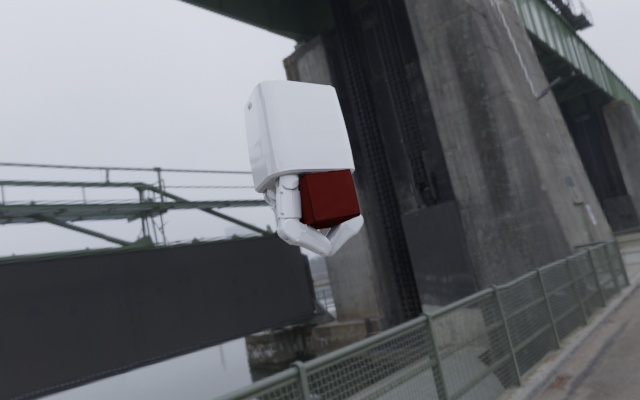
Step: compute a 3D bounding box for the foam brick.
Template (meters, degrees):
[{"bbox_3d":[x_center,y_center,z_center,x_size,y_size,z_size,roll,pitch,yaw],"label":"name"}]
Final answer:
[{"bbox_3d":[0.000,0.002,0.517,0.053,0.051,0.078,-7,-9,-22],"label":"foam brick"}]
